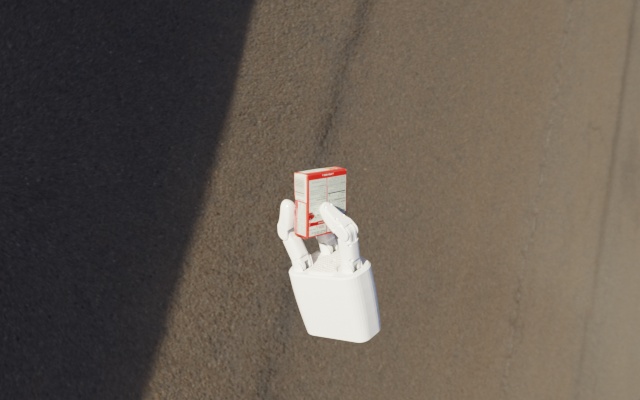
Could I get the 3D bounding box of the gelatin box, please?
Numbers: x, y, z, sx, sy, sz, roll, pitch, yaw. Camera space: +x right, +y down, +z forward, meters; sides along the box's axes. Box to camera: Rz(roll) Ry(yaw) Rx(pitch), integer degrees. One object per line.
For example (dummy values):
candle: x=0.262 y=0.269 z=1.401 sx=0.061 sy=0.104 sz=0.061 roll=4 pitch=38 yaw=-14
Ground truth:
gelatin box: x=0.000 y=0.002 z=0.648 sx=0.073 sy=0.089 sz=0.030 roll=-12 pitch=18 yaw=-41
